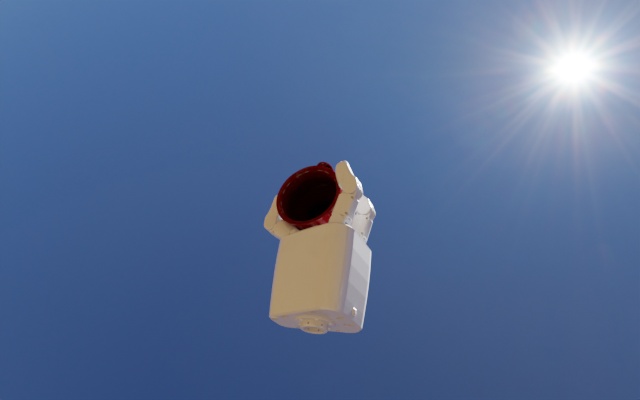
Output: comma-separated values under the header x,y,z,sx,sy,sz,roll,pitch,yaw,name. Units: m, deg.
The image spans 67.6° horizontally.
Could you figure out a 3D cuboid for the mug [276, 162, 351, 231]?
x,y,z,sx,sy,sz,roll,pitch,yaw,name
0.000,0.001,0.666,0.093,0.117,0.081,-4,-33,24,mug
